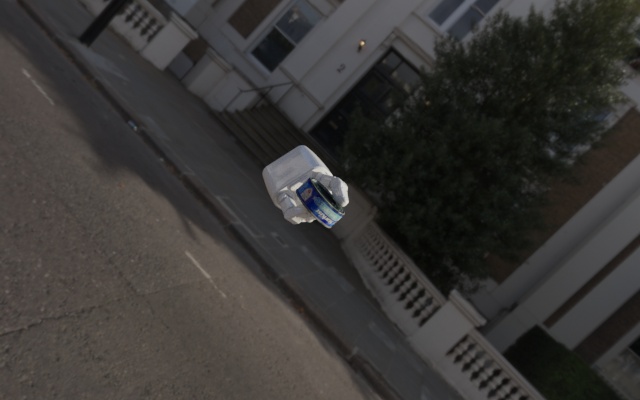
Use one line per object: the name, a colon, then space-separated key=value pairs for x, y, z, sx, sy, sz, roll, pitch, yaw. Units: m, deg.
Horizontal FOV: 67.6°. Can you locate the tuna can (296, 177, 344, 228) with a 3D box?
tuna can: x=0.001 y=0.002 z=0.787 sx=0.034 sy=0.086 sz=0.086 roll=-42 pitch=-9 yaw=10
